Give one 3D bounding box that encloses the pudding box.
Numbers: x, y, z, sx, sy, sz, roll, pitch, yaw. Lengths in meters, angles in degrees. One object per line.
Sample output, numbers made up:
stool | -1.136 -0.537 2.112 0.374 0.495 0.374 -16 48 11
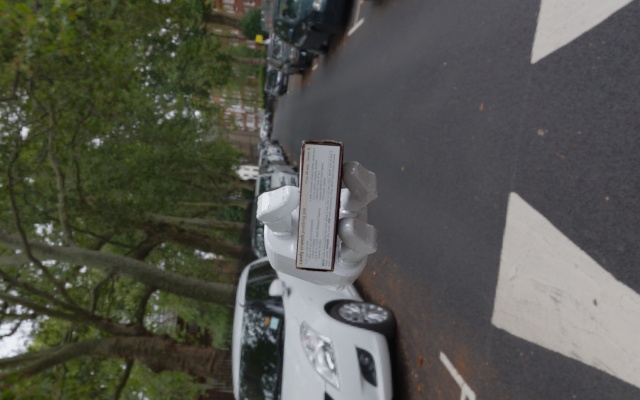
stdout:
pudding box | 0.000 0.001 0.442 0.039 0.113 0.090 2 6 1
